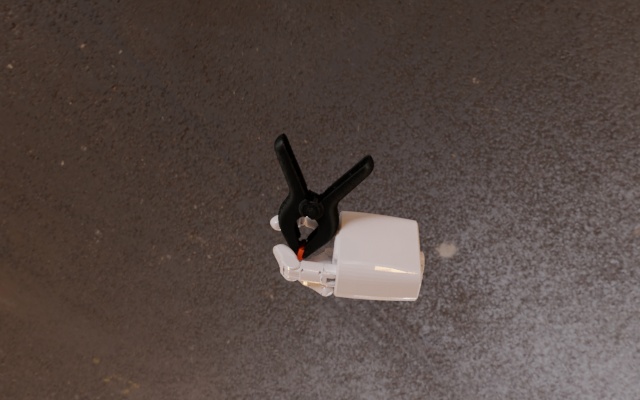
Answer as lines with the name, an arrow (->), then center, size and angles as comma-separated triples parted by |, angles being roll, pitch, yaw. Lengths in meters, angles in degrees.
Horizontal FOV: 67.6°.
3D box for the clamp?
clamp -> 0.000, 0.002, 0.600 | 0.120, 0.172, 0.039 | 10, 33, 9
